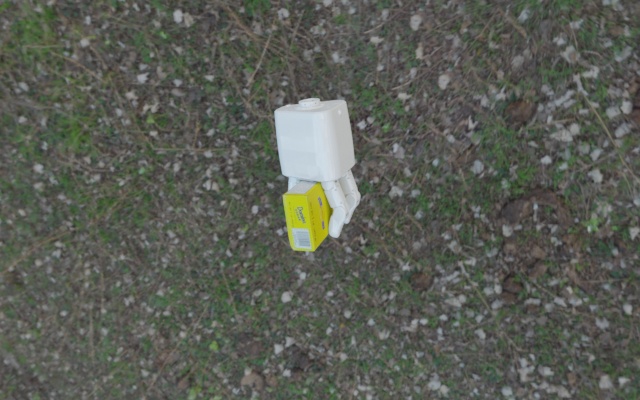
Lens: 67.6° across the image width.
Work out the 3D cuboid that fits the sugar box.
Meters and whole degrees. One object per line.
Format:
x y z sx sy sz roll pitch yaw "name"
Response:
0.001 0.002 0.777 0.048 0.093 0.176 3 23 25 "sugar box"
